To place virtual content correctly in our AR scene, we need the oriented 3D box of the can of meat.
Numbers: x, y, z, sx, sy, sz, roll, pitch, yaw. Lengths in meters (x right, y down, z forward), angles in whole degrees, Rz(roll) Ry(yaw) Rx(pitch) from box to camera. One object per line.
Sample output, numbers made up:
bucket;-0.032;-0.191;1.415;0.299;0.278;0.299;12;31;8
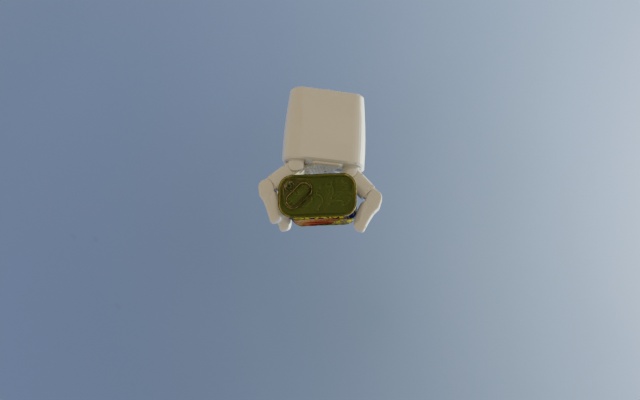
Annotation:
can of meat;0.000;0.002;0.648;0.102;0.057;0.084;-2;-13;6
